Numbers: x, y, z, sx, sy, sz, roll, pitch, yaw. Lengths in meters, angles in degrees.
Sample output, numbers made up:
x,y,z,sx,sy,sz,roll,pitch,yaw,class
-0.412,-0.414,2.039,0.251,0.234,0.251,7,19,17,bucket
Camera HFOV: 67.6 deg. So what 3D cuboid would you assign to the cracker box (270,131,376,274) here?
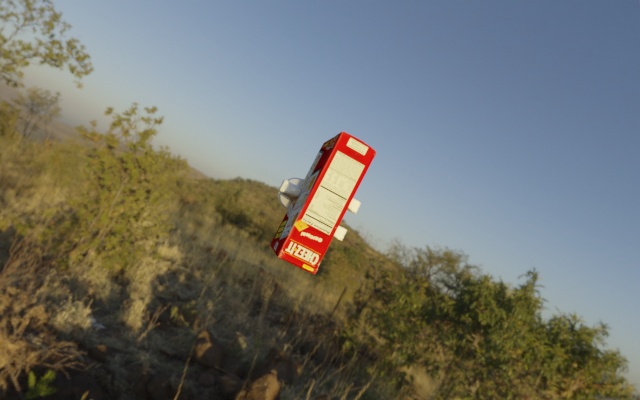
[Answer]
x,y,z,sx,sy,sz,roll,pitch,yaw,class
0.000,0.002,0.787,0.072,0.213,0.164,27,-4,-9,cracker box
